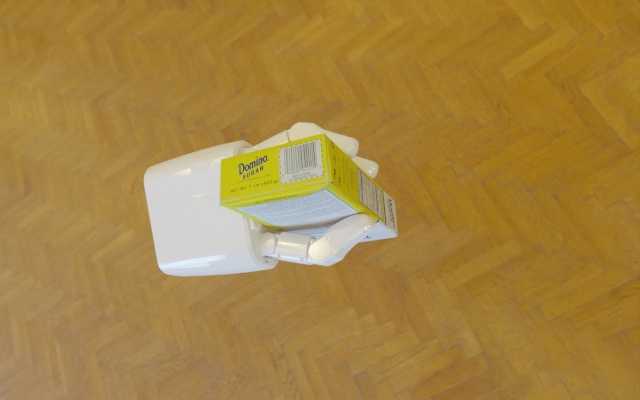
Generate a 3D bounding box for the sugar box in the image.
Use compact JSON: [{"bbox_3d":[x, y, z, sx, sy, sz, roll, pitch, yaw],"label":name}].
[{"bbox_3d":[0.000,0.001,0.424,0.093,0.048,0.176,-10,-17,22],"label":"sugar box"}]
